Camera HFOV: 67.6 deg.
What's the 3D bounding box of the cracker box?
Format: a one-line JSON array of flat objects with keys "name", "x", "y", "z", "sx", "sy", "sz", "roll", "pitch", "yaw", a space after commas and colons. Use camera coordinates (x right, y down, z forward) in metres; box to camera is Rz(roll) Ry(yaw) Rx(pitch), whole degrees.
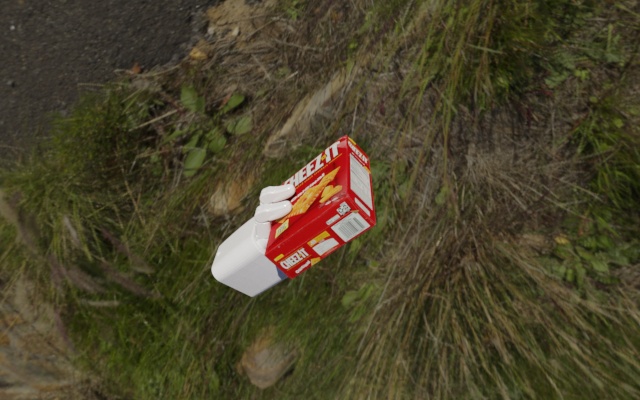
[{"name": "cracker box", "x": 0.000, "y": 0.003, "z": 0.774, "sx": 0.164, "sy": 0.072, "sz": 0.213, "roll": -36, "pitch": 24, "yaw": 21}]
